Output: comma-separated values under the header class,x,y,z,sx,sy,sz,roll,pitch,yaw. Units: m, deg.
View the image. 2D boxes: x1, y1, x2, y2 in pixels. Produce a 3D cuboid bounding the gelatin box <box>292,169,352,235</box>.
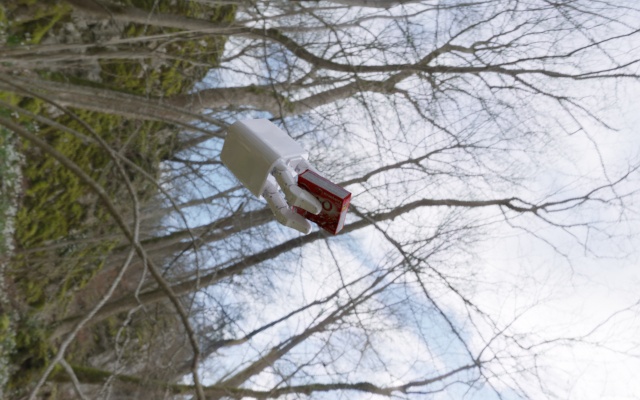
class,x,y,z,sx,sy,sz,roll,pitch,yaw
gelatin box,0.001,0.002,0.758,0.089,0.073,0.030,29,40,20
